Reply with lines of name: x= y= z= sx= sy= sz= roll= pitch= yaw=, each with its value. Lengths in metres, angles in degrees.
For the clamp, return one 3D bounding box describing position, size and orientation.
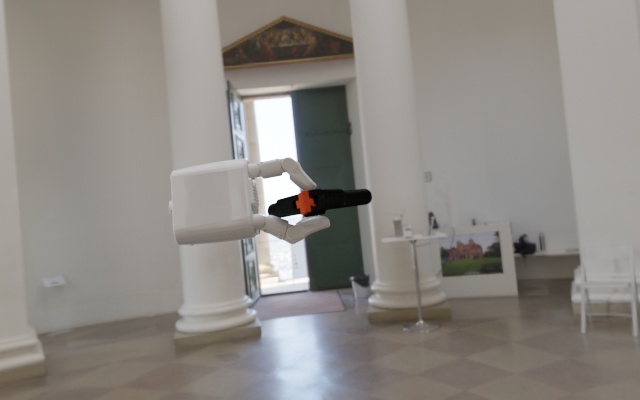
clamp: x=0.000 y=0.001 z=0.662 sx=0.164 sy=0.036 sz=0.210 roll=-10 pitch=-2 yaw=-2
